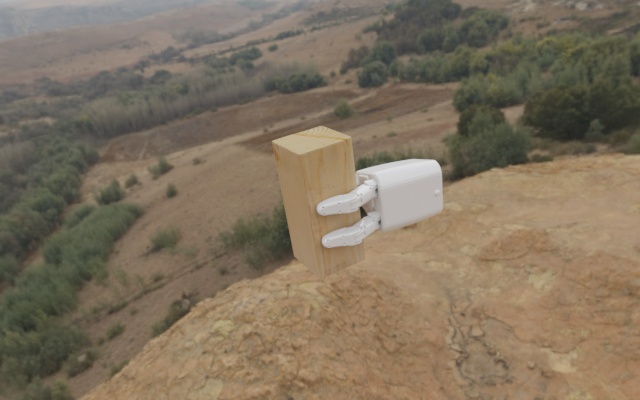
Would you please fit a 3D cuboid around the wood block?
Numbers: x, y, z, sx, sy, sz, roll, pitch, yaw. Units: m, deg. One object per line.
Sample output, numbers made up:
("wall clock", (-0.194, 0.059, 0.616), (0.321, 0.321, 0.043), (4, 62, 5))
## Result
("wood block", (0.000, 0.002, 0.738), (0.090, 0.206, 0.090), (-21, 28, -23))
